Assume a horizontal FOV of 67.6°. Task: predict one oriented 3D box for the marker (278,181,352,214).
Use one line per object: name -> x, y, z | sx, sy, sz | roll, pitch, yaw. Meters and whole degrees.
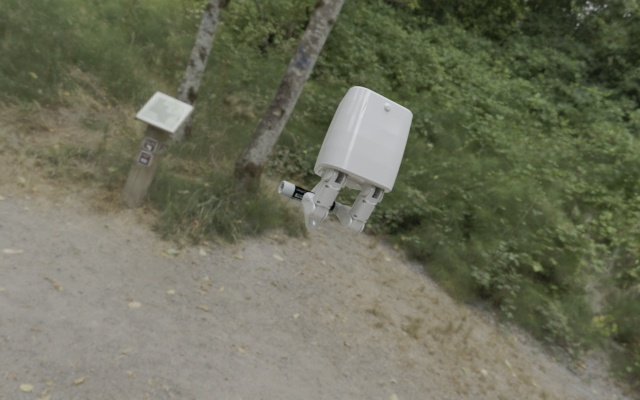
marker -> 0.000, 0.002, 0.652 | 0.121, 0.020, 0.020 | 21, -9, -24
